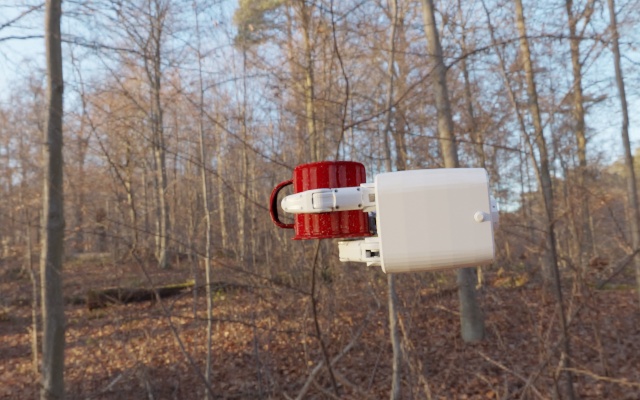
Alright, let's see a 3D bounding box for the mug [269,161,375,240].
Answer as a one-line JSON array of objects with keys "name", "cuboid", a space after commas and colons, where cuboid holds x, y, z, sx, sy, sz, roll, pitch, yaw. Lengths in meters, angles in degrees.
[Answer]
[{"name": "mug", "cuboid": [-0.001, 0.002, 0.536, 0.117, 0.081, 0.093, -4, -4, 10]}]
